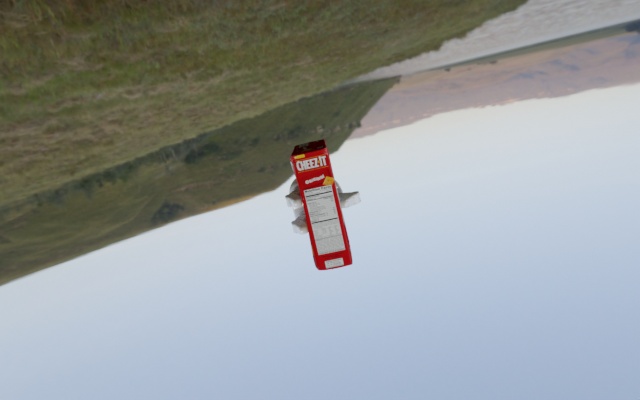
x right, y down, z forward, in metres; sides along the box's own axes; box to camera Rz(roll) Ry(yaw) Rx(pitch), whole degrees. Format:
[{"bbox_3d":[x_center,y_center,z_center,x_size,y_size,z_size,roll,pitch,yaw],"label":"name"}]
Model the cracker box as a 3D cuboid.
[{"bbox_3d":[0.000,0.003,0.890,0.072,0.214,0.164,-13,12,1],"label":"cracker box"}]
